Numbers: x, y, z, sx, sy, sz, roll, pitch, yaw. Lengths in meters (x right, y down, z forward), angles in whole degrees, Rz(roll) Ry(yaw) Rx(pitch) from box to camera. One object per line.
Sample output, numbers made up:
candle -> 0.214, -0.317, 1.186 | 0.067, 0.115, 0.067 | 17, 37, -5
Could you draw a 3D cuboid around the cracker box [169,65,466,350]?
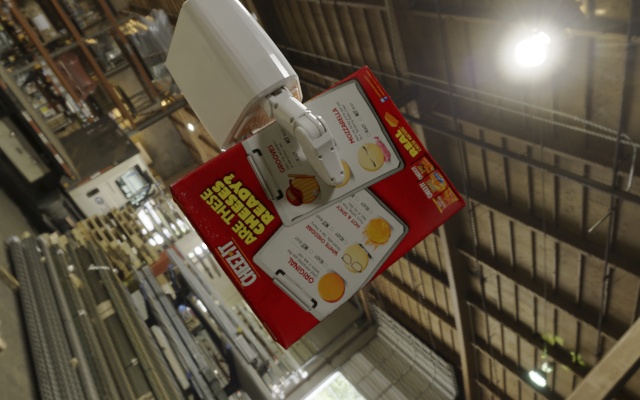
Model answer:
cracker box -> 0.000, 0.001, 0.441 | 0.213, 0.164, 0.072 | -35, -1, -18
